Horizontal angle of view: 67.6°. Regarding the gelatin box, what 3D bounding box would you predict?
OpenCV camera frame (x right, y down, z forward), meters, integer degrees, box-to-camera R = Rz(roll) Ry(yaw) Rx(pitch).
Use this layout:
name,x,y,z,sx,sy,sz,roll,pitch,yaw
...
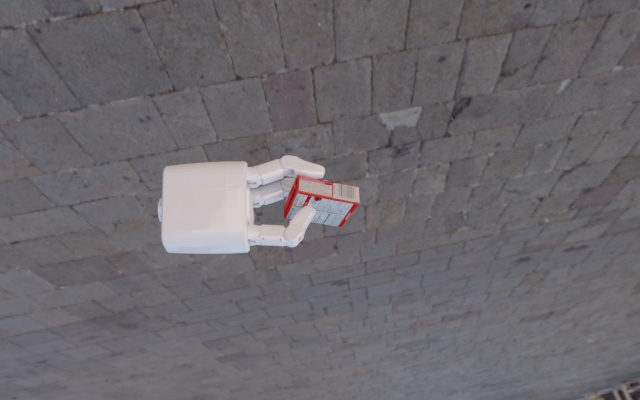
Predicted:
name,x,y,z,sx,sy,sz,roll,pitch,yaw
gelatin box,0.000,0.003,0.650,0.089,0.030,0.073,11,-32,-13
